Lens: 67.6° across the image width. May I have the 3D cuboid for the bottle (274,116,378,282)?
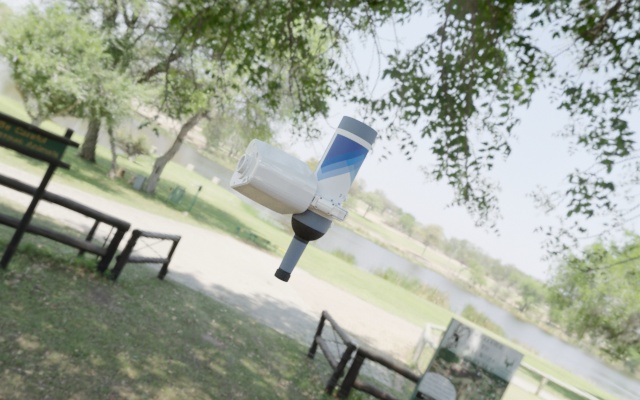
[{"bbox_3d":[0.000,0.002,0.809,0.069,0.296,0.069,27,1,0],"label":"bottle"}]
